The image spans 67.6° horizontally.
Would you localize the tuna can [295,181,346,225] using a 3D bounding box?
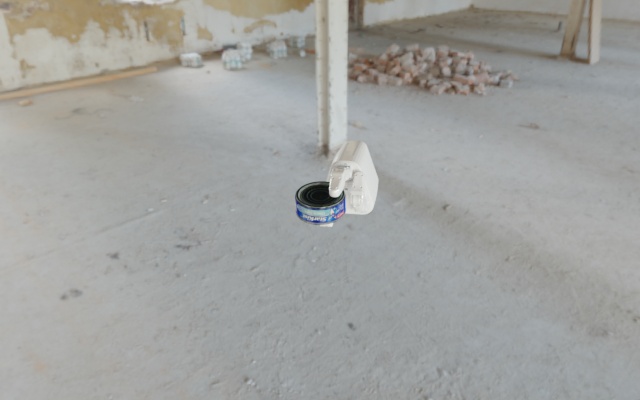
[{"bbox_3d":[0.000,0.002,0.798,0.086,0.034,0.086,-1,33,1],"label":"tuna can"}]
